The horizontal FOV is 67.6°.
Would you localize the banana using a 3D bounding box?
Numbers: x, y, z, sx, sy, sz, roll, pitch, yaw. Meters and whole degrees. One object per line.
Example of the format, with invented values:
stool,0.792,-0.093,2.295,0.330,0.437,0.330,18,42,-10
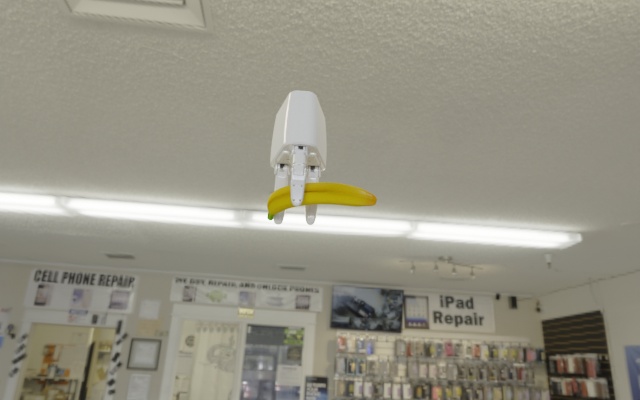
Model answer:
banana,-0.009,-0.004,0.789,0.198,0.037,0.070,-7,-26,18
